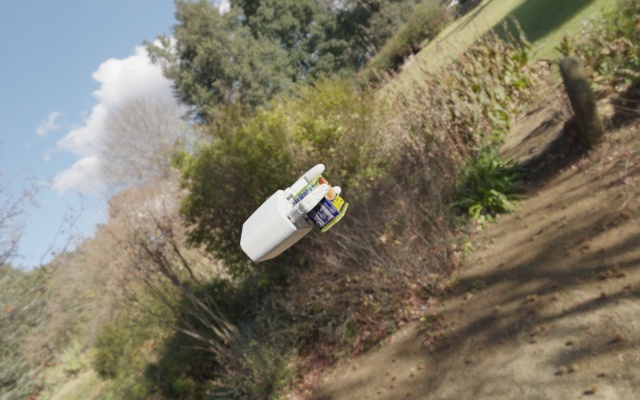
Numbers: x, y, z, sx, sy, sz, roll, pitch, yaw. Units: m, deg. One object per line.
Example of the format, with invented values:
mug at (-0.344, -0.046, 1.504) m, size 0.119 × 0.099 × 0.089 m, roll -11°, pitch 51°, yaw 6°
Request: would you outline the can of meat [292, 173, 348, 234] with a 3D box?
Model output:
can of meat at (0.000, 0.003, 0.889) m, size 0.057 × 0.084 × 0.102 m, roll -40°, pitch 5°, yaw 18°
